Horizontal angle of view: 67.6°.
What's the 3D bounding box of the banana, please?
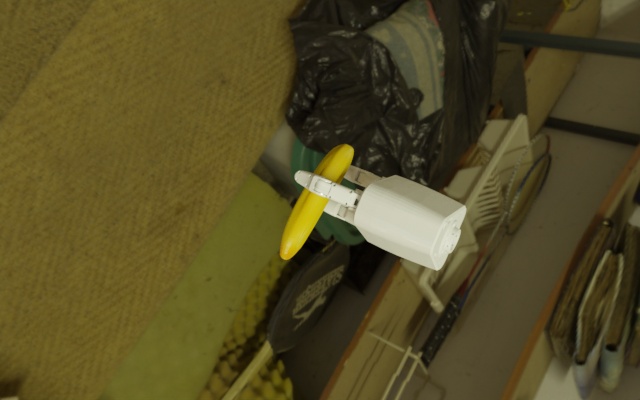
[{"bbox_3d":[0.000,-0.008,0.660,0.037,0.197,0.070,27,-18,17],"label":"banana"}]
